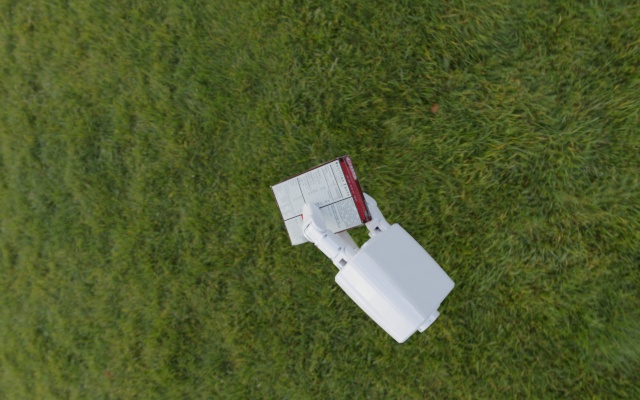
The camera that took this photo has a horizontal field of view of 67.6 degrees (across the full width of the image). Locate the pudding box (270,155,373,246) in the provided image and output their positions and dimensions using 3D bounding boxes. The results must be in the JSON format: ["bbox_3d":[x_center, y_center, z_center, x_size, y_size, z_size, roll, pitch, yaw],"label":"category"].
[{"bbox_3d":[0.000,0.002,0.620,0.113,0.090,0.039,-20,-1,27],"label":"pudding box"}]
